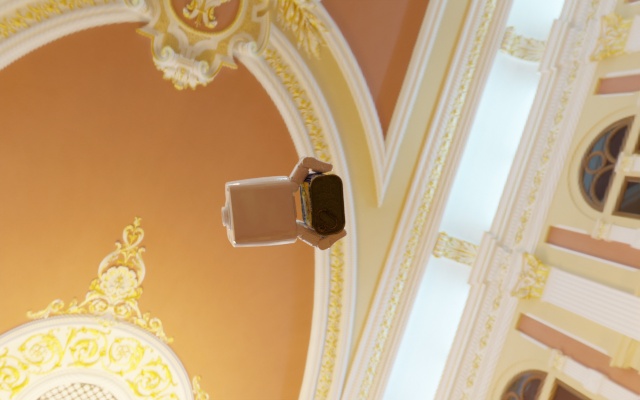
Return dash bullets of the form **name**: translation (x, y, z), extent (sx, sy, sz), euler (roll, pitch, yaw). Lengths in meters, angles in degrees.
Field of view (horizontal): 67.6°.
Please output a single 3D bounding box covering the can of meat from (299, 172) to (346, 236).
- **can of meat**: translation (0.000, 0.003, 0.825), extent (0.057, 0.102, 0.084), euler (-8, 10, -17)
